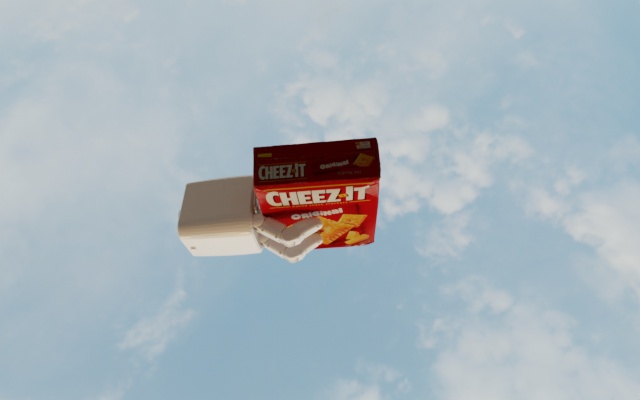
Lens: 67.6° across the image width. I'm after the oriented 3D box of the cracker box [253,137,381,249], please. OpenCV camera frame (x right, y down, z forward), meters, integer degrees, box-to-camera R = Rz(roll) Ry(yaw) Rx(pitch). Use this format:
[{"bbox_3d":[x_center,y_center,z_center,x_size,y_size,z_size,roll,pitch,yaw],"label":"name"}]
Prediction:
[{"bbox_3d":[0.000,0.002,0.697,0.164,0.072,0.214,-5,-28,1],"label":"cracker box"}]
